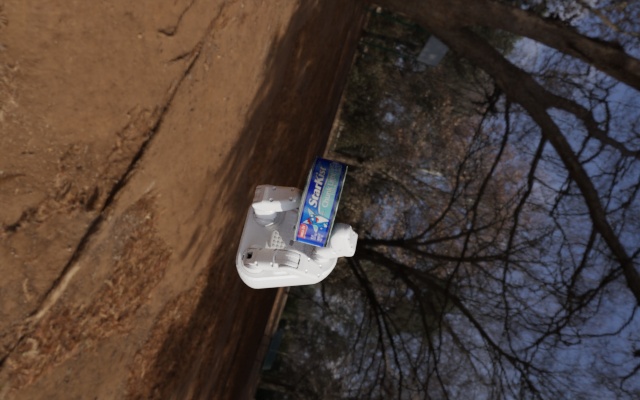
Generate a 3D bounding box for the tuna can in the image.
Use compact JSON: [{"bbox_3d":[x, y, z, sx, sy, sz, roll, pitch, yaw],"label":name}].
[{"bbox_3d":[0.001,0.002,0.464,0.034,0.086,0.086,15,0,1],"label":"tuna can"}]
